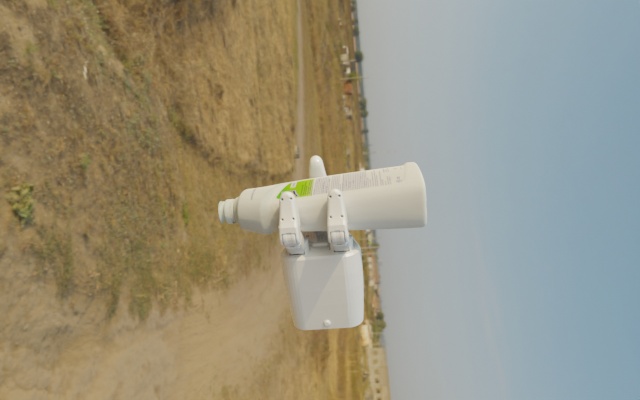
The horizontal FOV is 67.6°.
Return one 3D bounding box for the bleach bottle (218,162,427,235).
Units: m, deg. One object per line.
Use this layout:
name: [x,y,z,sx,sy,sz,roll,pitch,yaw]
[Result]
bleach bottle: [0.000,0.002,0.598,0.251,0.068,0.102,-4,19,6]
